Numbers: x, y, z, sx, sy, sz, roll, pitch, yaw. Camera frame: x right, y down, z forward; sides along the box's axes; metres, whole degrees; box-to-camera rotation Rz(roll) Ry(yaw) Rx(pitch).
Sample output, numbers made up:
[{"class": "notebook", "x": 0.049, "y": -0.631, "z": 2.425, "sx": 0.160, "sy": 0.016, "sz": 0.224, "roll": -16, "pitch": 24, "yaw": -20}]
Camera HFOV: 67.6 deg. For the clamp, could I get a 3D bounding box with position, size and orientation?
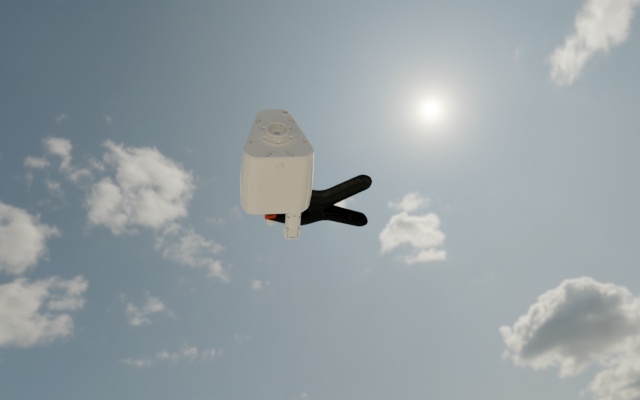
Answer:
[{"class": "clamp", "x": 0.000, "y": 0.002, "z": 0.737, "sx": 0.171, "sy": 0.039, "sz": 0.120, "roll": -2, "pitch": -42, "yaw": -11}]
